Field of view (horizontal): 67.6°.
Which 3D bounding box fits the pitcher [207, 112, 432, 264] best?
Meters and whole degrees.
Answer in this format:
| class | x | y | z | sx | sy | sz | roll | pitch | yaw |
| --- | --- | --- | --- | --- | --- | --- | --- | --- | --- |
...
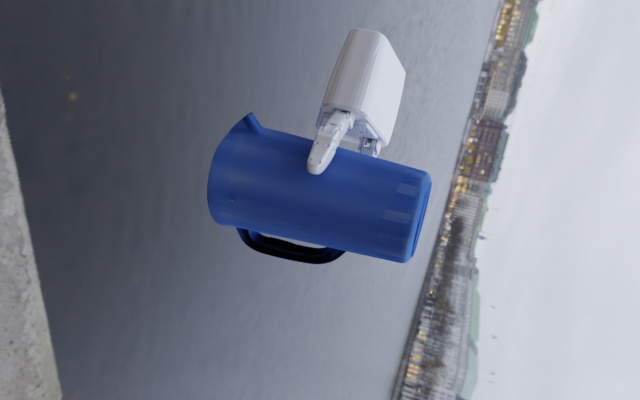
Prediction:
| class | x | y | z | sx | sy | sz | roll | pitch | yaw |
| --- | --- | --- | --- | --- | --- | --- | --- | --- | --- |
| pitcher | 0.000 | 0.002 | 0.573 | 0.243 | 0.145 | 0.149 | 14 | -14 | 14 |
